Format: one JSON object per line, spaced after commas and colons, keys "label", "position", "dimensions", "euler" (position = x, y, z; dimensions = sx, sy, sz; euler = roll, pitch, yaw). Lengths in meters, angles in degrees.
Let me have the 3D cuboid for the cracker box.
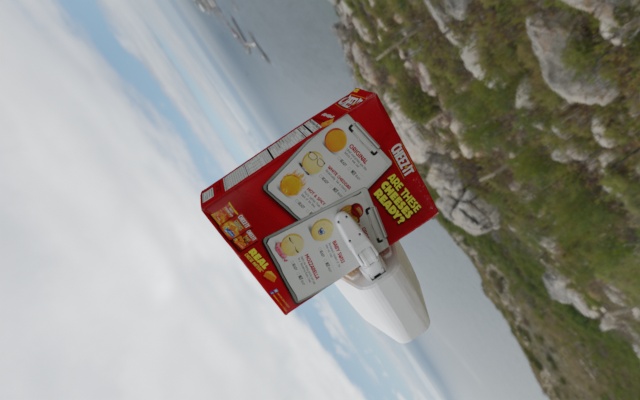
{"label": "cracker box", "position": [0.000, 0.002, 0.537], "dimensions": [0.213, 0.164, 0.072], "euler": [-34, 25, -2]}
